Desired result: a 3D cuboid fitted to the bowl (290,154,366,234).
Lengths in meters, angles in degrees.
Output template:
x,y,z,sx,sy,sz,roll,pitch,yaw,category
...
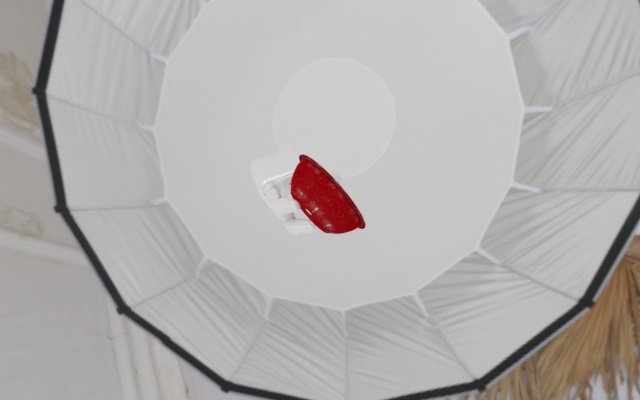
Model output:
x,y,z,sx,sy,sz,roll,pitch,yaw,category
0.000,0.003,0.785,0.055,0.162,0.162,-41,9,-10,bowl
